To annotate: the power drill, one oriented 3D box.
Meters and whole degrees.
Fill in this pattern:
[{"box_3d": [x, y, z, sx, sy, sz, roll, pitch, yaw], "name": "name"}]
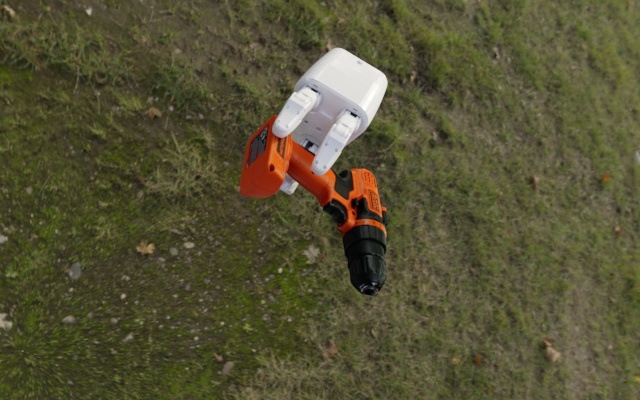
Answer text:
[{"box_3d": [0.000, 0.001, 0.541, 0.188, 0.184, 0.057, 34, -57, -29], "name": "power drill"}]
